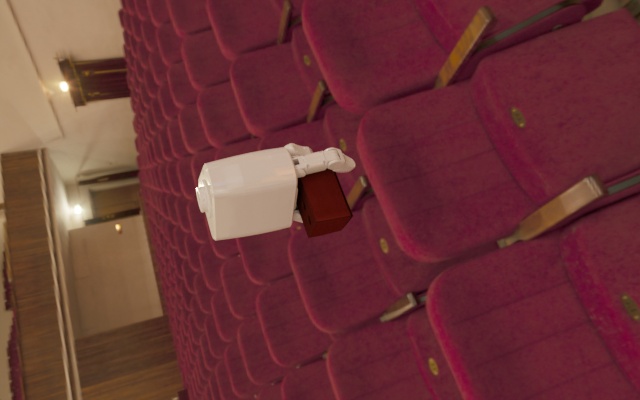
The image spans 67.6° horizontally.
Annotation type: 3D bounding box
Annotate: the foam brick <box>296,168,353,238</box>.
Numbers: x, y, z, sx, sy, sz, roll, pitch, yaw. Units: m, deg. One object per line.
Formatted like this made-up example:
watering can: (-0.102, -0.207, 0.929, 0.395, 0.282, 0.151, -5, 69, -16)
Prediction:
foam brick: (0.000, 0.002, 0.632, 0.051, 0.078, 0.053, -12, -23, -21)
